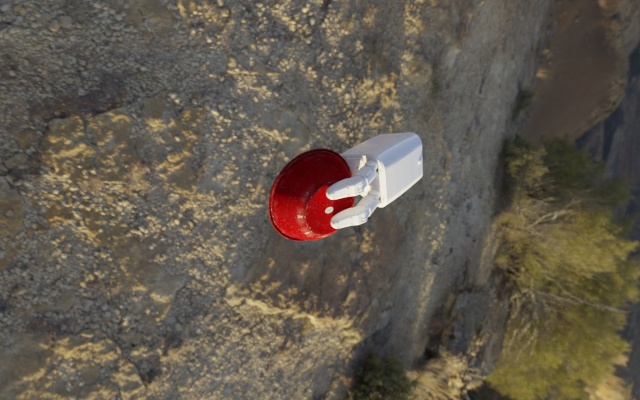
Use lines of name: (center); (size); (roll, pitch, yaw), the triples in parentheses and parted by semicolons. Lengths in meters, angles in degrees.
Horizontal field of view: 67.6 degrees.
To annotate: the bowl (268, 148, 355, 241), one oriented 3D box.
bowl: (-0.001, 0.003, 0.755); (0.162, 0.162, 0.055); (0, 23, -37)
